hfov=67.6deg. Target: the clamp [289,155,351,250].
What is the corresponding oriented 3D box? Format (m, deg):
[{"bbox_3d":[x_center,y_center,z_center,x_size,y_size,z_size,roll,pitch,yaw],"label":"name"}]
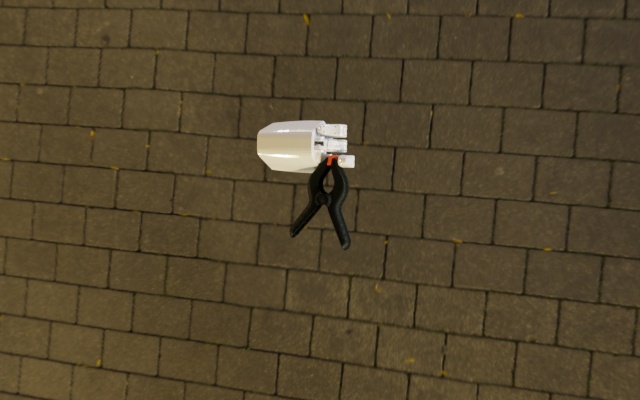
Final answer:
[{"bbox_3d":[0.000,0.003,0.880,0.120,0.171,0.039,2,-1,16],"label":"clamp"}]
